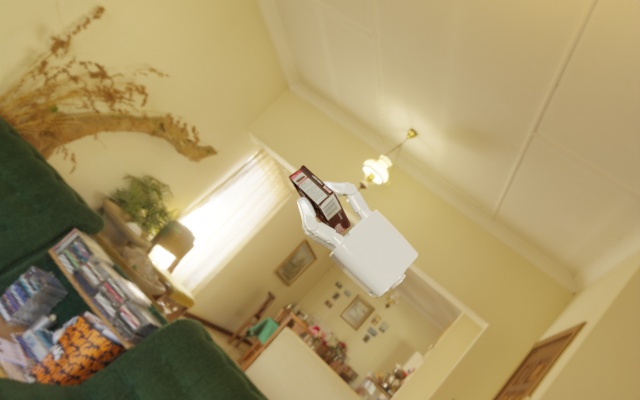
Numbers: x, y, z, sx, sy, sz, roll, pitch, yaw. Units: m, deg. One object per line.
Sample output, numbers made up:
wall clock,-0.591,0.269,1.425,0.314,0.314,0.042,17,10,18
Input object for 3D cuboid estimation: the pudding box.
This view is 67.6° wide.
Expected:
pudding box,0.000,0.003,0.821,0.090,0.039,0.114,42,-13,35
